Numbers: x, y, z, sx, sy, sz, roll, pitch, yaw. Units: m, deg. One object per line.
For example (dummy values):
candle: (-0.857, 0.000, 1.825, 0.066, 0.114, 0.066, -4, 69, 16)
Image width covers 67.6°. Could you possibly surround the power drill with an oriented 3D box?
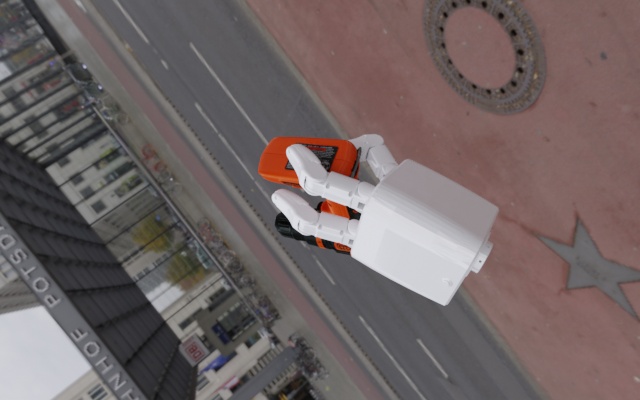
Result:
power drill: (0.000, 0.002, 0.567, 0.184, 0.057, 0.188, 5, -28, 25)
